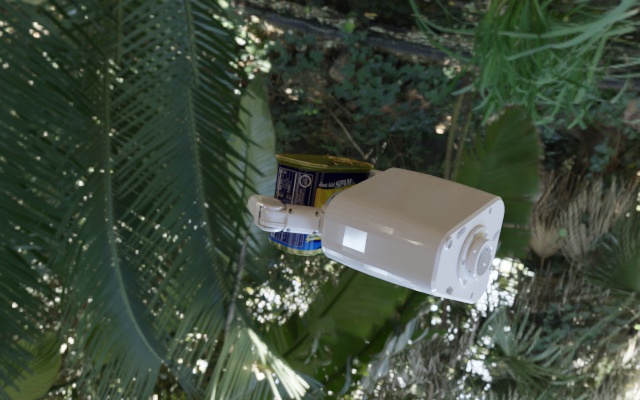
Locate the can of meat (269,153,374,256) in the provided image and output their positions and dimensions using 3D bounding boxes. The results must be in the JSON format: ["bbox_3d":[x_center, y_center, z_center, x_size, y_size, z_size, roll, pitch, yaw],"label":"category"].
[{"bbox_3d":[0.000,0.002,0.458,0.057,0.084,0.102,17,13,38],"label":"can of meat"}]
